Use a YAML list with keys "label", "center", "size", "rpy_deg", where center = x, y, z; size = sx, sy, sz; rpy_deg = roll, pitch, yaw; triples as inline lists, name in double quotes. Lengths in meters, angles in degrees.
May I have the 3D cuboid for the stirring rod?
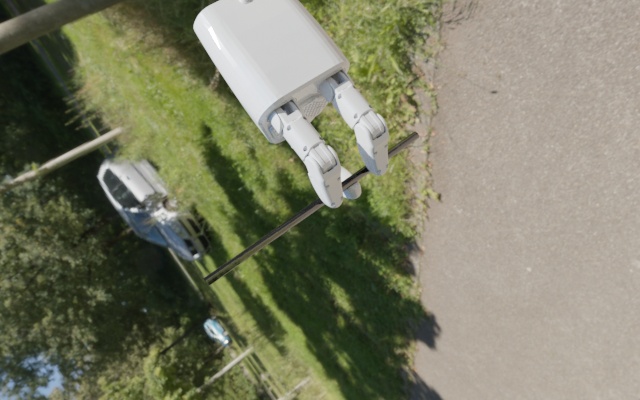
- label: "stirring rod"
  center: [0.000, 0.001, 0.428]
  size: [0.239, 0.011, 0.011]
  rpy_deg: [-35, 12, -18]
